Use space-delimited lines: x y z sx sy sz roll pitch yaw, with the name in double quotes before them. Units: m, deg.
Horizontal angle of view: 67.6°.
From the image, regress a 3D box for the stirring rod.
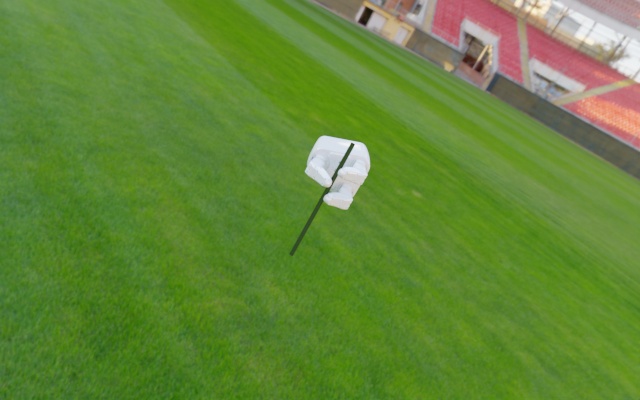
"stirring rod" 0.000 0.003 0.842 0.011 0.240 0.011 25 22 -11
